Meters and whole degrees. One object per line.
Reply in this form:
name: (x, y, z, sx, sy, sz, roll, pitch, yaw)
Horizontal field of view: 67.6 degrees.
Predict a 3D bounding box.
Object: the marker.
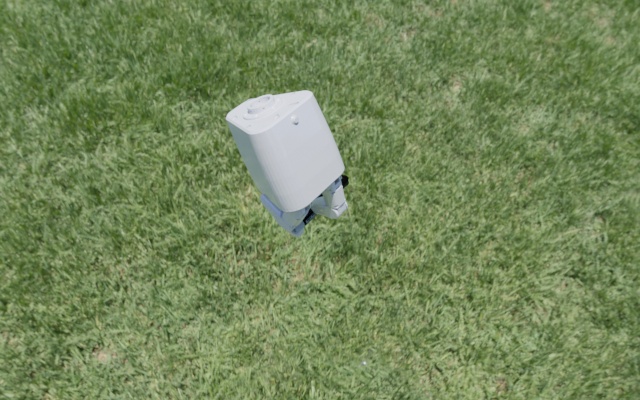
marker: (0.000, 0.002, 0.669, 0.121, 0.020, 0.020, -44, 25, -30)
